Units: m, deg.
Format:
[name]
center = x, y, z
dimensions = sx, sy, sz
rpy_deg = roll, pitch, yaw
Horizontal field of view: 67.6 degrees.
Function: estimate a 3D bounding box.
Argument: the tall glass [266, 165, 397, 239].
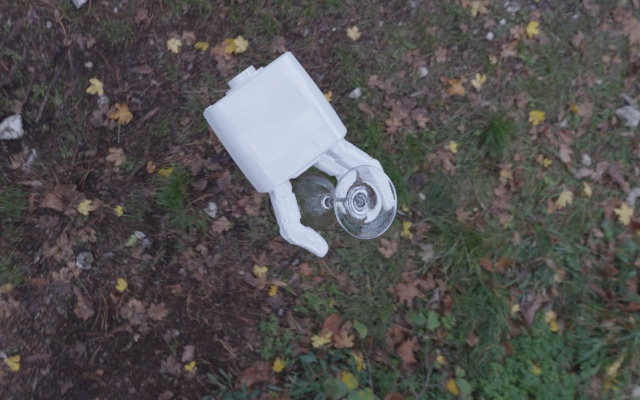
[tall glass]
center = 0.000, 0.002, 0.564
dimensions = 0.079, 0.079, 0.201
rpy_deg = 0, -1, -28
